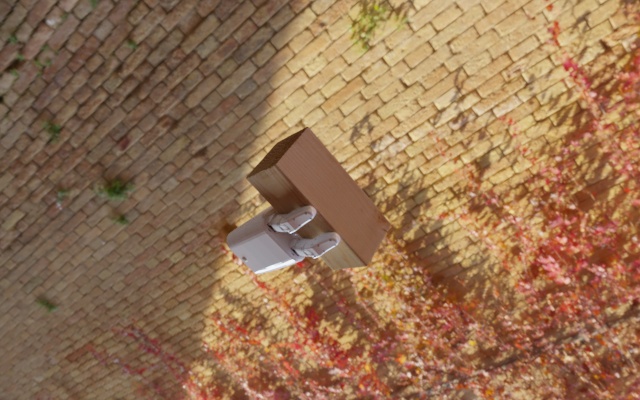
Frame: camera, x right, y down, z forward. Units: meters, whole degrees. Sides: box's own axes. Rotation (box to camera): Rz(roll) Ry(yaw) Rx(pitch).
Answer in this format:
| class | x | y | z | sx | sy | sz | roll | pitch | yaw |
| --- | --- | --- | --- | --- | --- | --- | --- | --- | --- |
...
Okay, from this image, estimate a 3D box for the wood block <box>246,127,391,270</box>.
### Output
| class | x | y | z | sx | sy | sz | roll | pitch | yaw |
| --- | --- | --- | --- | --- | --- | --- | --- | --- | --- |
| wood block | 0.000 | 0.002 | 0.731 | 0.090 | 0.206 | 0.090 | -17 | 31 | 51 |
